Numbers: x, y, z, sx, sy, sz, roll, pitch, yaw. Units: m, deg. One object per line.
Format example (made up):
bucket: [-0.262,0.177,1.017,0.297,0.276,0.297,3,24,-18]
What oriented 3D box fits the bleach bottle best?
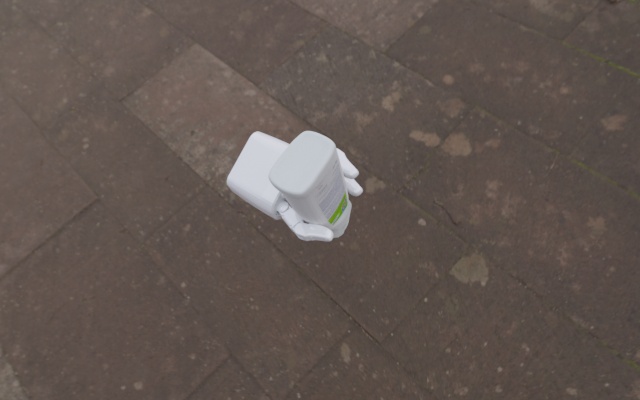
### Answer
bleach bottle: [0.000,0.002,0.748,0.068,0.102,0.251,28,-18,24]
